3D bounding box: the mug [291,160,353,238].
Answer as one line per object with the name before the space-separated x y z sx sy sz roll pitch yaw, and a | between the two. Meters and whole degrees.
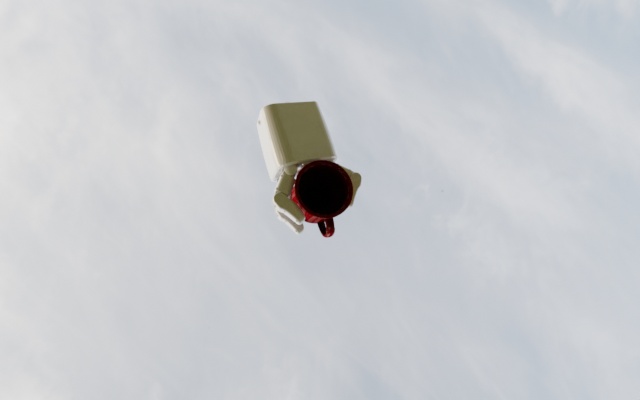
mug | 0.001 0.004 0.766 0.093 0.117 0.081 -14 -10 -16
